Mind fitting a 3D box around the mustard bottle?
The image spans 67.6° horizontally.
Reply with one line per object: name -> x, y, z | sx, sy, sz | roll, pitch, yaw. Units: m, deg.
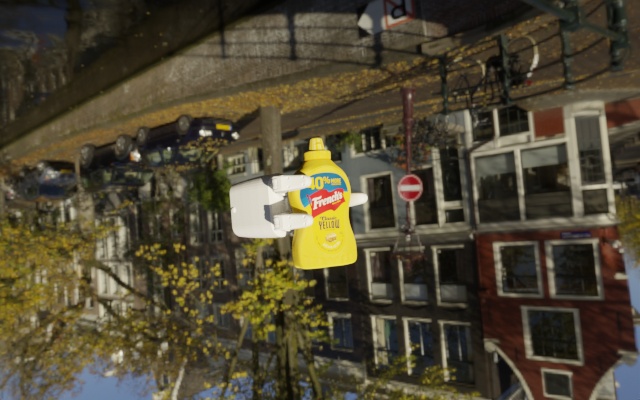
mustard bottle -> 0.000, 0.003, 0.716 | 0.096, 0.191, 0.058 | -4, -2, -24
